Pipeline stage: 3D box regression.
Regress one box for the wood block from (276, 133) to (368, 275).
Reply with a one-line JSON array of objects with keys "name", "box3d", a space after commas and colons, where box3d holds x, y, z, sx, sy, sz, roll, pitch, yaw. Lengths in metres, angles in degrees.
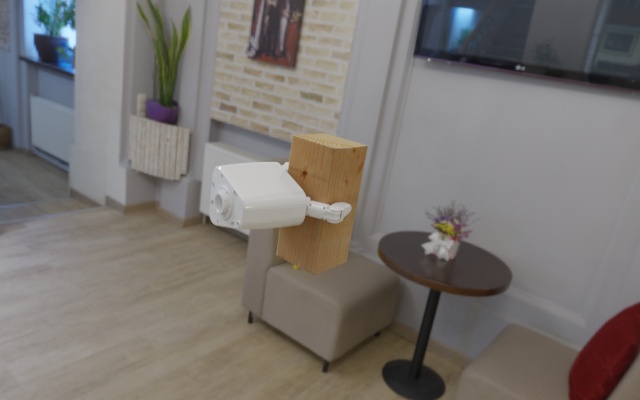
[{"name": "wood block", "box3d": [0.000, 0.003, 0.782, 0.091, 0.206, 0.090, 22, 22, 35]}]
